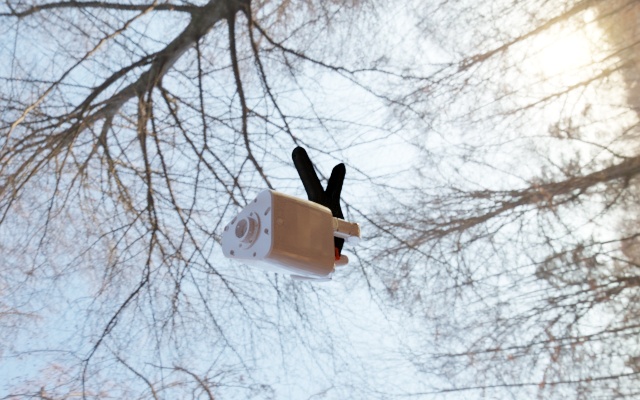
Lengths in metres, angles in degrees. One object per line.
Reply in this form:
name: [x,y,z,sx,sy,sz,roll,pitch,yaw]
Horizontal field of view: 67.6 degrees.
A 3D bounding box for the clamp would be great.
clamp: [0.000,0.003,0.705,0.039,0.171,0.120,-24,-32,38]
